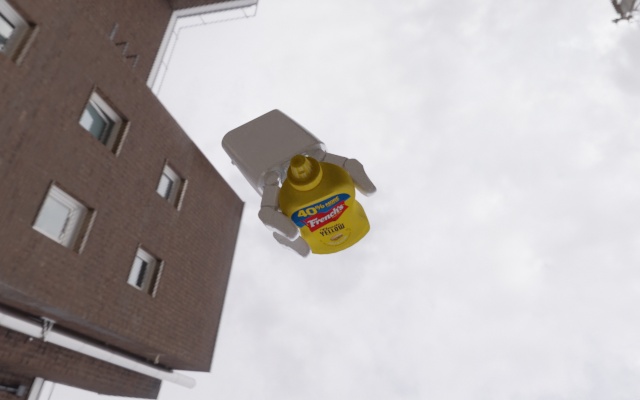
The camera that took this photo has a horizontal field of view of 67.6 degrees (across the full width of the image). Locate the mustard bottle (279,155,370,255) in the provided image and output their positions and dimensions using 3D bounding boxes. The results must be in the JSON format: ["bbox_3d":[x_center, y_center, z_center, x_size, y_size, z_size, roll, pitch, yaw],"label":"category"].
[{"bbox_3d":[0.000,0.002,0.609,0.096,0.058,0.192,-21,-34,5],"label":"mustard bottle"}]
